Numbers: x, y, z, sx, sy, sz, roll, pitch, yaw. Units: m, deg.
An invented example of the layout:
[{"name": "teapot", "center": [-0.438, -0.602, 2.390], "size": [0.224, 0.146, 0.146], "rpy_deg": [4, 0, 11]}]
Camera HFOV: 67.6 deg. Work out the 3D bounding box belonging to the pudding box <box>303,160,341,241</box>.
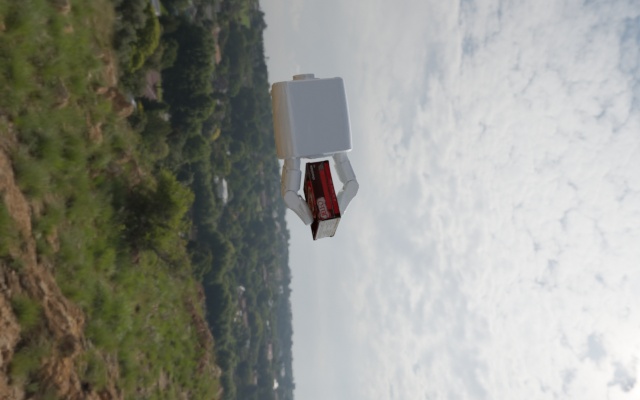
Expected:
[{"name": "pudding box", "center": [0.000, 0.002, 0.714], "size": [0.039, 0.090, 0.113], "rpy_deg": [-9, -18, -5]}]
